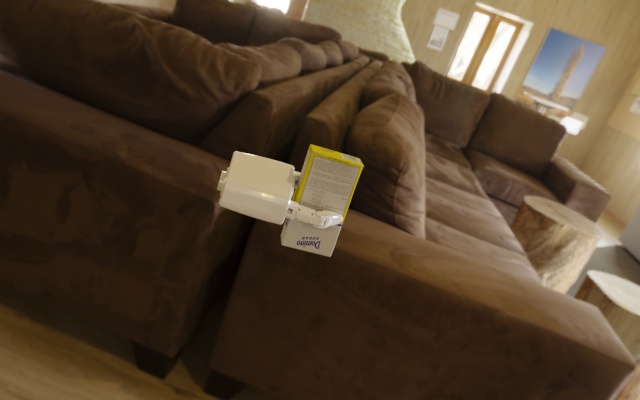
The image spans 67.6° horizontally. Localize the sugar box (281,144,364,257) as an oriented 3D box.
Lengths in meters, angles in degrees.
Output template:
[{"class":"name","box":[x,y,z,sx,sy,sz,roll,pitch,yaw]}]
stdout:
[{"class":"sugar box","box":[0.000,0.002,0.815,0.093,0.176,0.048,16,21,-12]}]
